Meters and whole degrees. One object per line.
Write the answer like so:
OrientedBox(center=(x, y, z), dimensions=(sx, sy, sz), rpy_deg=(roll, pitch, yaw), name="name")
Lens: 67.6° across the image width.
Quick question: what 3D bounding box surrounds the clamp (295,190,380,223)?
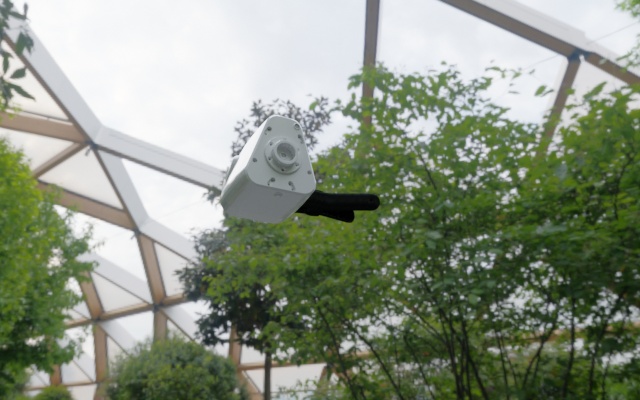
OrientedBox(center=(0.000, 0.002, 0.712), dimensions=(0.171, 0.039, 0.120), rpy_deg=(8, -21, -24), name="clamp")
